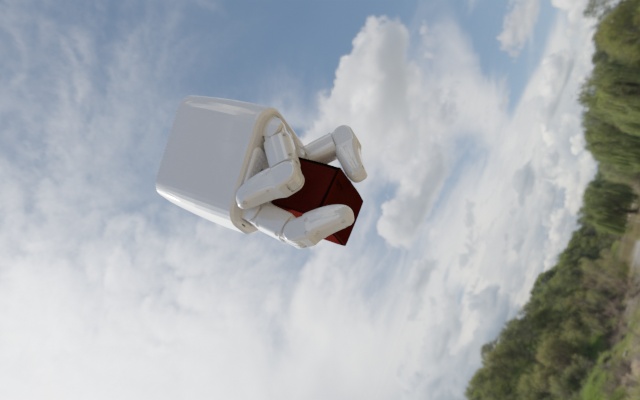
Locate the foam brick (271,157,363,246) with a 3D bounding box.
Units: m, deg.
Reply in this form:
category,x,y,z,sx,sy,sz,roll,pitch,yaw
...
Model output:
category,x,y,z,sx,sy,sz,roll,pitch,yaw
foam brick,0.000,0.002,0.460,0.051,0.053,0.078,16,-18,29
